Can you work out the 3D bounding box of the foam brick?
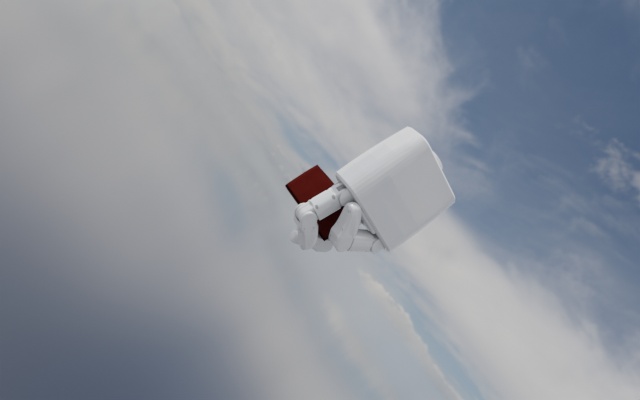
[{"bbox_3d":[0.000,0.002,0.609,0.051,0.053,0.078,-35,42,-3],"label":"foam brick"}]
